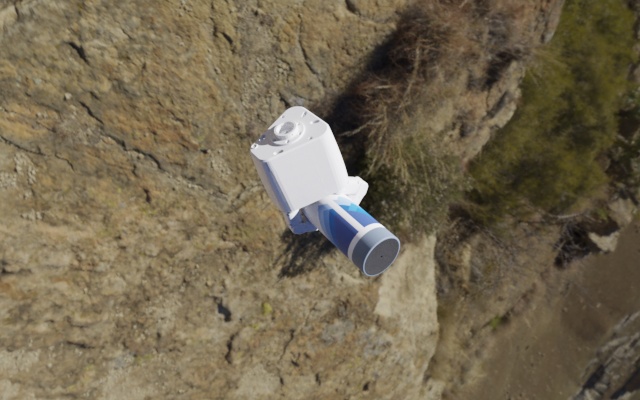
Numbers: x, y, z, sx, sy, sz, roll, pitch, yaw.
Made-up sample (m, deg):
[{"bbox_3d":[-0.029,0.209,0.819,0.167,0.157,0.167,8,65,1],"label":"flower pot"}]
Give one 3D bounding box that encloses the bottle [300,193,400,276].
[{"bbox_3d":[0.000,0.003,0.745,0.069,0.069,0.295,0,30,-41],"label":"bottle"}]
